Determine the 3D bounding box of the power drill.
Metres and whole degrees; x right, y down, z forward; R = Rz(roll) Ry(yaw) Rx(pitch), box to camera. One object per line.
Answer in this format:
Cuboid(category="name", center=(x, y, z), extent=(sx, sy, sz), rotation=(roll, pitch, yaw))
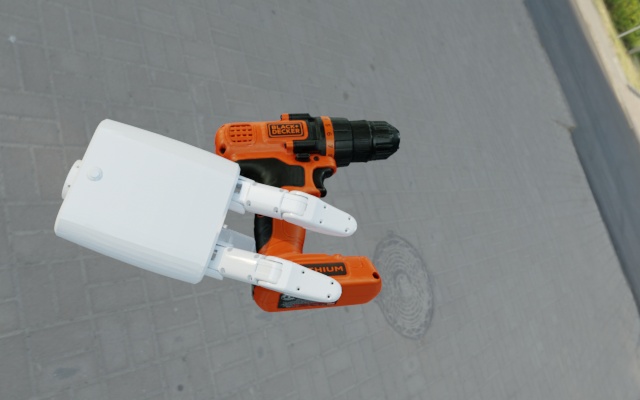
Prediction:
Cuboid(category="power drill", center=(0.000, 0.002, 0.438), extent=(0.184, 0.187, 0.057), rotation=(-5, -32, -9))
